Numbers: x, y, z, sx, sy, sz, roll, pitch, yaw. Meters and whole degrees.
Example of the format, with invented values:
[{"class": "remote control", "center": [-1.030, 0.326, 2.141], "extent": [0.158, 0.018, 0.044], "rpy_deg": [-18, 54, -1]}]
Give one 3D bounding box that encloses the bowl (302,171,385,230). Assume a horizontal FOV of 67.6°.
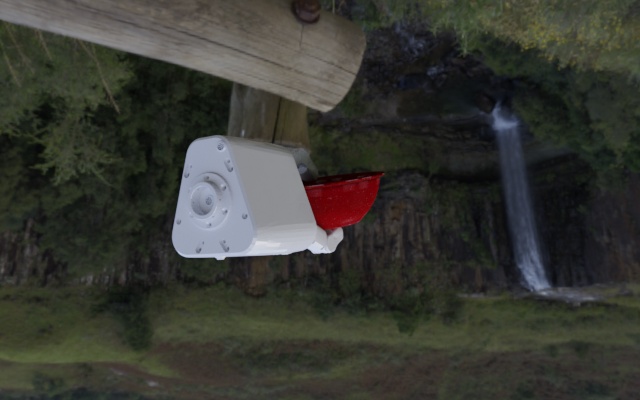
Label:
[{"class": "bowl", "center": [0.001, 0.002, 0.574], "extent": [0.162, 0.055, 0.162], "rpy_deg": [-8, 6, 1]}]
